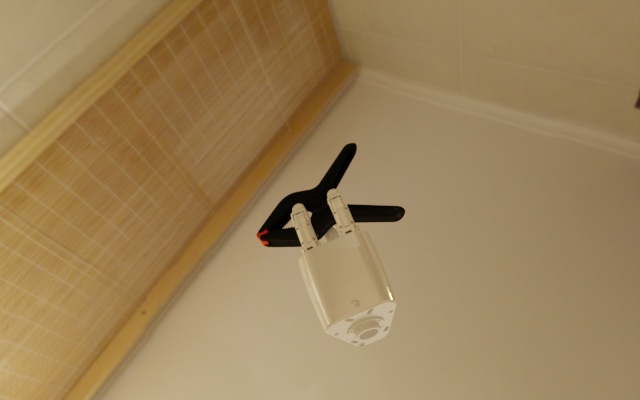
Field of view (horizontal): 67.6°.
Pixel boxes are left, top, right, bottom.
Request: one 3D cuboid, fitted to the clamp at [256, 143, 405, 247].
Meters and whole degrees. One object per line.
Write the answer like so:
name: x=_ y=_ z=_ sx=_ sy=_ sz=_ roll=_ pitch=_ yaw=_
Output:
clamp: x=0.000 y=0.003 z=0.716 sx=0.210 sy=0.164 sz=0.036 roll=-23 pitch=-40 yaw=2
